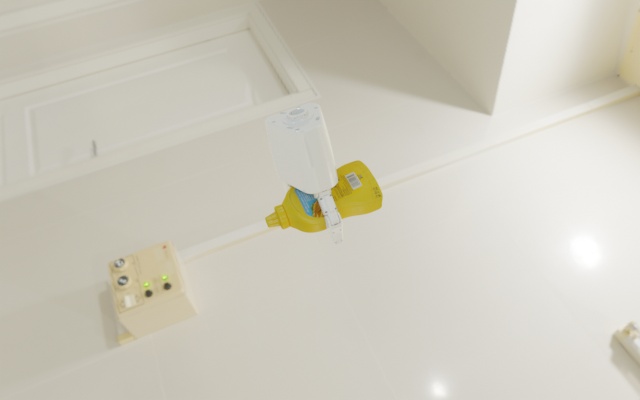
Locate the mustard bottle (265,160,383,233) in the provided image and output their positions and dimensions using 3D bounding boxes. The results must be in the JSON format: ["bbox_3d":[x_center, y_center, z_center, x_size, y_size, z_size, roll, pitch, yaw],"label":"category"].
[{"bbox_3d":[0.000,0.003,0.795,0.191,0.096,0.058,-21,-33,-11],"label":"mustard bottle"}]
